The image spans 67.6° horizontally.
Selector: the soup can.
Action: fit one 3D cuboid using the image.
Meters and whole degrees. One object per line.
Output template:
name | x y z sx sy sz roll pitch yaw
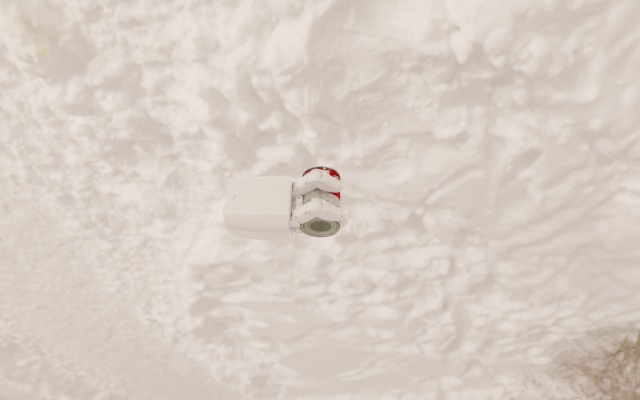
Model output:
soup can | 0.001 0.003 0.805 0.068 0.102 0.068 1 -33 1
